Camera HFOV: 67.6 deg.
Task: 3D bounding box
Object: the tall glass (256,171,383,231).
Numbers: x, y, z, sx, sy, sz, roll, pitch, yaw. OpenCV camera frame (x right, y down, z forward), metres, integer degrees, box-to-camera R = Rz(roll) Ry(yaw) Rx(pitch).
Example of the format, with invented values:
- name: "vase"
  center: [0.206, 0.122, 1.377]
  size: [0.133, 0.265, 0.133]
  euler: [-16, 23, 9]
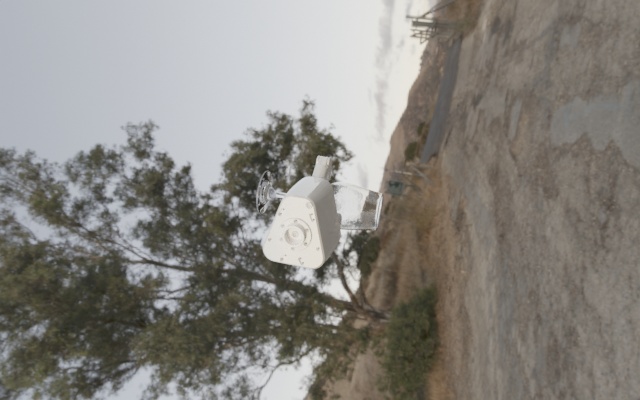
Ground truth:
- name: "tall glass"
  center: [-0.001, 0.002, 0.795]
  size: [0.201, 0.079, 0.079]
  euler: [10, 2, 11]
